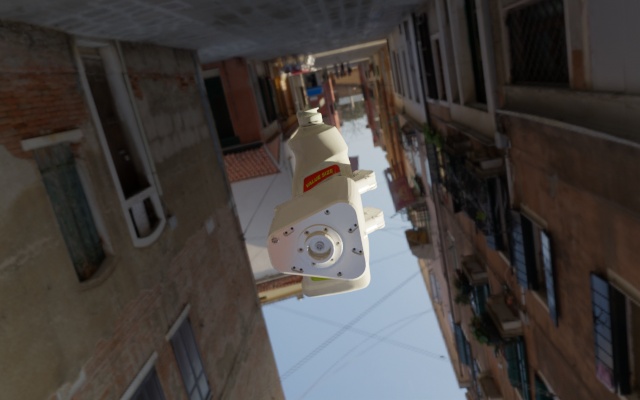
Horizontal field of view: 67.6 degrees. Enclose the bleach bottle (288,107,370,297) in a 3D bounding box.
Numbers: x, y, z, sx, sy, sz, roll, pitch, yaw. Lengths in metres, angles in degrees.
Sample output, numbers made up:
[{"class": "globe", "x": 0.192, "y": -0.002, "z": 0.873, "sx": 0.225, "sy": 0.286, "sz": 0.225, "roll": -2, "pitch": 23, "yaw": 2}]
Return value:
[{"class": "bleach bottle", "x": 0.000, "y": 0.002, "z": 0.653, "sx": 0.102, "sy": 0.251, "sz": 0.068, "roll": -10, "pitch": 14, "yaw": 6}]
